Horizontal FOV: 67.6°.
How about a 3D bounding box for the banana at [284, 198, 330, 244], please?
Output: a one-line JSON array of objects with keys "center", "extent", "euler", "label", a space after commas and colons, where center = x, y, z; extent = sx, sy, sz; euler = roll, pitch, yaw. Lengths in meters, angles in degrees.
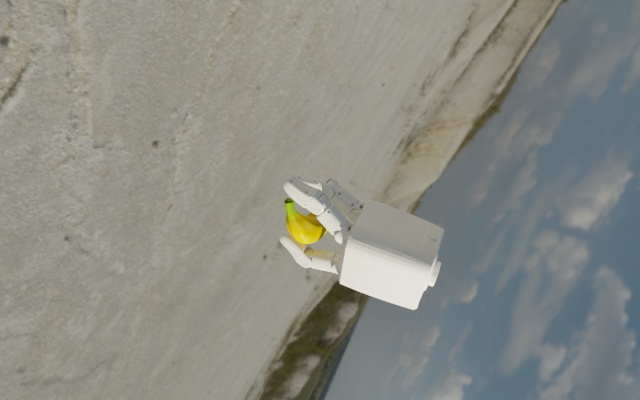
[{"center": [-0.005, 0.021, 0.672], "extent": [0.037, 0.069, 0.198], "euler": [15, 12, 15], "label": "banana"}]
